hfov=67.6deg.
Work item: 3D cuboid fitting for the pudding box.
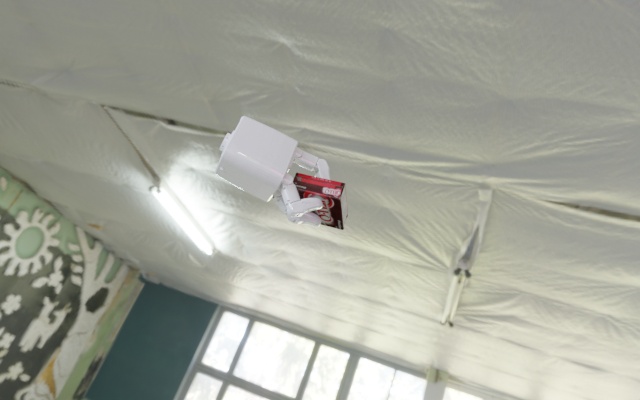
[{"bbox_3d":[0.000,0.003,0.839,0.090,0.039,0.114,14,-26,14],"label":"pudding box"}]
